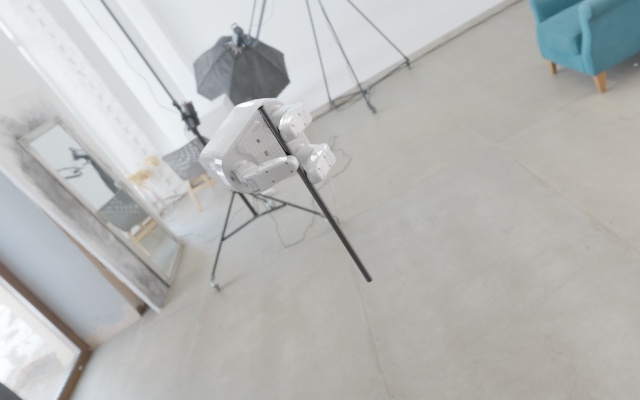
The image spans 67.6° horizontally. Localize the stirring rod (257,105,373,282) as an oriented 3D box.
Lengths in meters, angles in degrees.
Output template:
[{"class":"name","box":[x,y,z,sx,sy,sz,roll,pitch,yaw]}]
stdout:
[{"class":"stirring rod","box":[0.000,0.002,0.515,0.011,0.240,0.011,-26,25,13]}]
